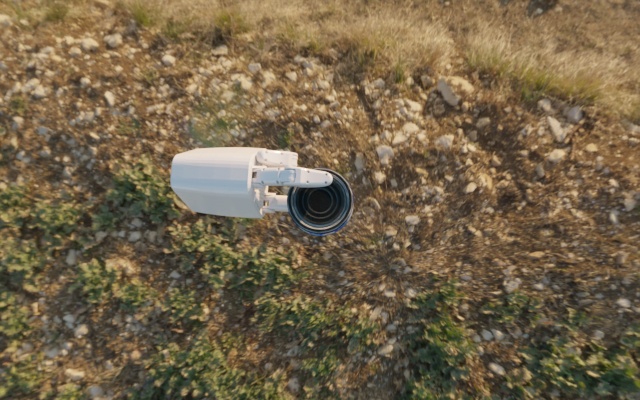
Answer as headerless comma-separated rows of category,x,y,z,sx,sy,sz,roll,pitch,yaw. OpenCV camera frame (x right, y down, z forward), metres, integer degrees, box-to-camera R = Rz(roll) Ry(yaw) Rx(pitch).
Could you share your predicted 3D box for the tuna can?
tuna can,0.000,0.002,0.613,0.086,0.086,0.034,0,-8,3
